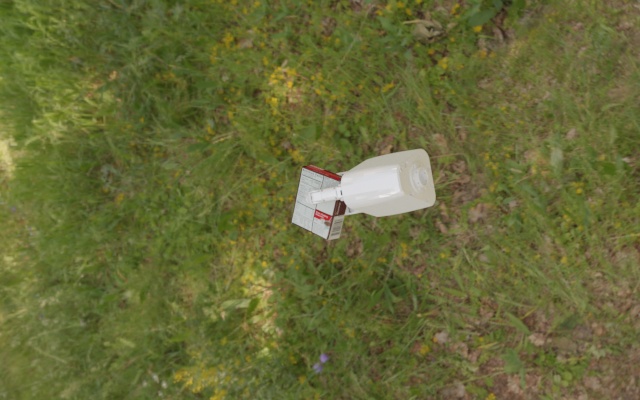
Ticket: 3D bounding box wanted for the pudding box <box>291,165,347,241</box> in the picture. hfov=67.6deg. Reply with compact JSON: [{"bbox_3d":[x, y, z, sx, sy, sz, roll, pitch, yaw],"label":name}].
[{"bbox_3d":[0.000,0.003,0.842,0.090,0.113,0.039,24,19,34],"label":"pudding box"}]
